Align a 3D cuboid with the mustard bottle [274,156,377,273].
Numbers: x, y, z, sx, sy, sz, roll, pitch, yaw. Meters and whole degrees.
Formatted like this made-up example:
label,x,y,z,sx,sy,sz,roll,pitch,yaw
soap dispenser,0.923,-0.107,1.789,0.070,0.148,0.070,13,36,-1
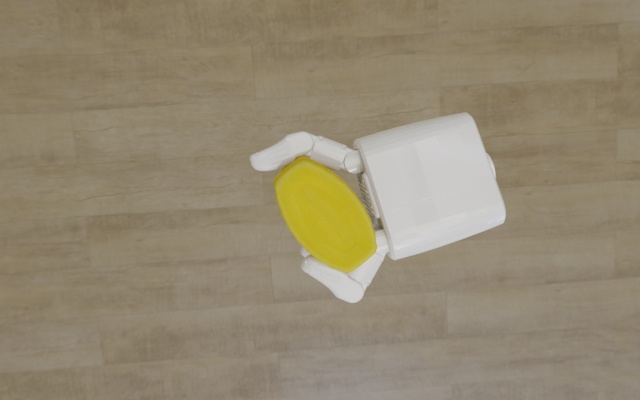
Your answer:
label,x,y,z,sx,sy,sz,roll,pitch,yaw
mustard bottle,0.000,0.002,0.453,0.058,0.096,0.191,-40,7,3
